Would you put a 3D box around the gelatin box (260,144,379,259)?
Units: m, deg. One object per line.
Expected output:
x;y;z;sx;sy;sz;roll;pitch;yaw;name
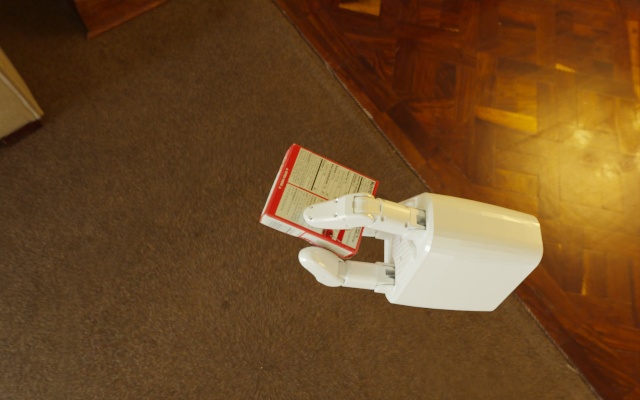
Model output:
0.000;0.001;0.427;0.089;0.073;0.030;24;-23;-10;gelatin box
